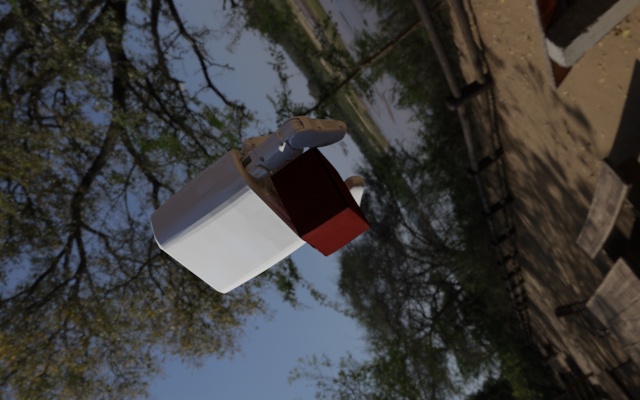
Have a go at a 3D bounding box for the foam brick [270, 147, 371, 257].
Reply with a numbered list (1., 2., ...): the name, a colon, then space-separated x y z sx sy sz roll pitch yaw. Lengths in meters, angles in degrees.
1. foam brick: 0.000 0.002 0.432 0.051 0.078 0.053 -35 -37 9
